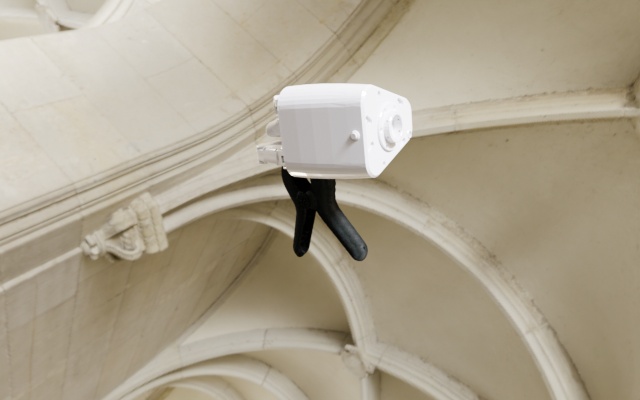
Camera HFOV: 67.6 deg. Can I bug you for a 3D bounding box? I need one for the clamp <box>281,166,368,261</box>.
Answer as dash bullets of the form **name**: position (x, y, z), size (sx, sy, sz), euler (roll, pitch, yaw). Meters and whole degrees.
- **clamp**: position (0.000, 0.002, 0.594), size (0.120, 0.171, 0.039), euler (5, 26, 35)
